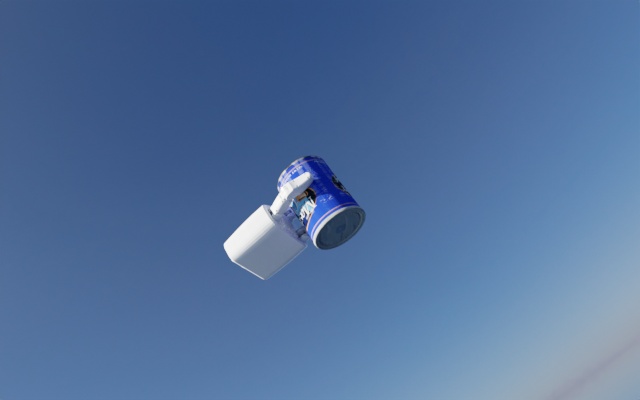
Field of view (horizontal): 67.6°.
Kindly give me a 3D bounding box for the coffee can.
[{"bbox_3d":[0.000,0.003,0.855,0.103,0.103,0.140,0,43,-43],"label":"coffee can"}]
